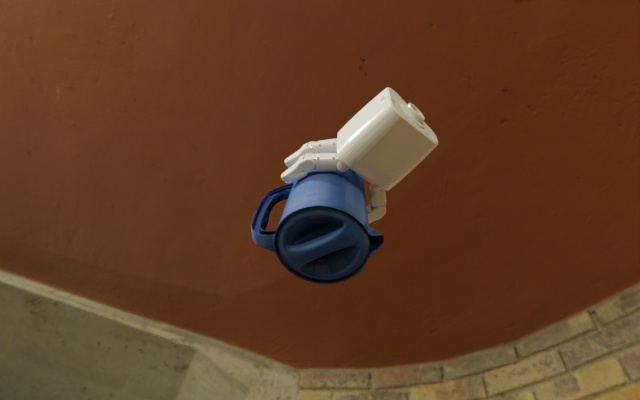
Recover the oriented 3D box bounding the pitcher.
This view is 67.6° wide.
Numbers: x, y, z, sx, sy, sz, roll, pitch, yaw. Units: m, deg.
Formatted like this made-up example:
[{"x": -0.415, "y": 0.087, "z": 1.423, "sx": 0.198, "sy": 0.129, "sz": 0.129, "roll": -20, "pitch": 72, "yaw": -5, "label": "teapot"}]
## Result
[{"x": 0.000, "y": 0.002, "z": 0.743, "sx": 0.149, "sy": 0.145, "sz": 0.242, "roll": 38, "pitch": 27, "yaw": -18, "label": "pitcher"}]
